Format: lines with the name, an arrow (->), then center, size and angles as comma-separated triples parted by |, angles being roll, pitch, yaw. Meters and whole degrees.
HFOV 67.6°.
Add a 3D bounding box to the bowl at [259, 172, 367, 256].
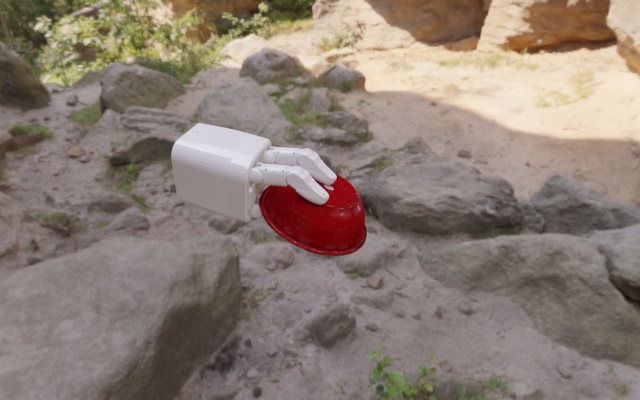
bowl -> 0.002, 0.002, 0.662 | 0.162, 0.055, 0.162 | 18, 32, -12
